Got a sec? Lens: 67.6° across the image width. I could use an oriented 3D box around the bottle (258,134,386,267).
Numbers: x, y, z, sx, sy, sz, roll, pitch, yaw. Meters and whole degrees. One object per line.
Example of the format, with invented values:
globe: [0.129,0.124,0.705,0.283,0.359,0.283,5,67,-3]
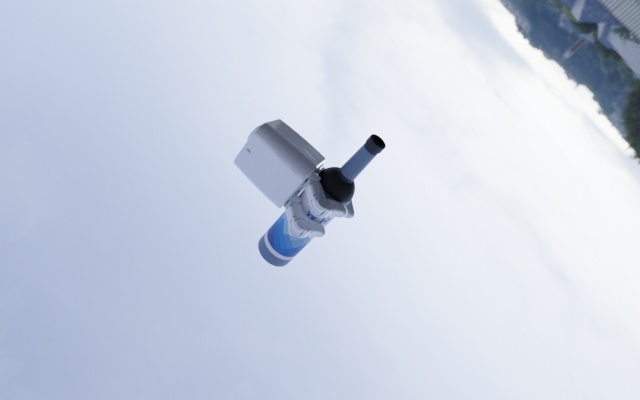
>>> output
bottle: [0.000,0.003,0.760,0.069,0.069,0.296,0,-36,-44]
